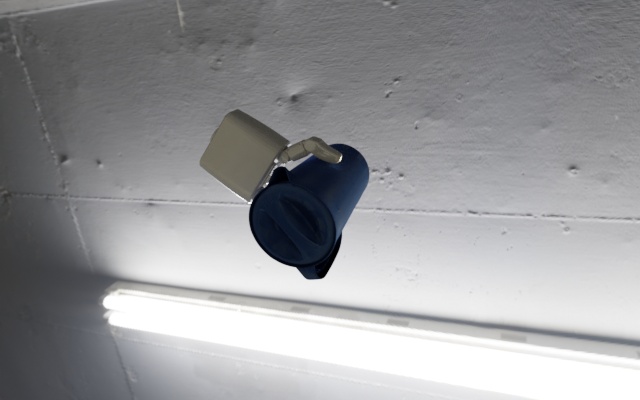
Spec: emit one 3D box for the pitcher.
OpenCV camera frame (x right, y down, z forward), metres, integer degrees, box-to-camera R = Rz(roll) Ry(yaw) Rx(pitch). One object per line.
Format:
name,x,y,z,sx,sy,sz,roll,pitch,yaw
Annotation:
pitcher,0.000,0.002,0.766,0.145,0.149,0.242,34,31,5
